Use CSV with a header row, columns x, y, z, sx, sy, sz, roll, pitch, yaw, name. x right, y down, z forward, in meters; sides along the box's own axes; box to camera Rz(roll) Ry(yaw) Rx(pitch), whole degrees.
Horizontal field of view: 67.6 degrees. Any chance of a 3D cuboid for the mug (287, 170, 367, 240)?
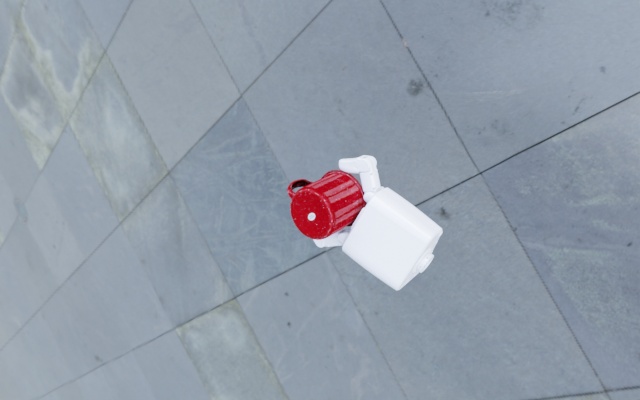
x,y,z,sx,sy,sz,roll,pitch,yaw,name
-0.001,0.002,0.722,0.117,0.093,0.081,35,36,23,mug
